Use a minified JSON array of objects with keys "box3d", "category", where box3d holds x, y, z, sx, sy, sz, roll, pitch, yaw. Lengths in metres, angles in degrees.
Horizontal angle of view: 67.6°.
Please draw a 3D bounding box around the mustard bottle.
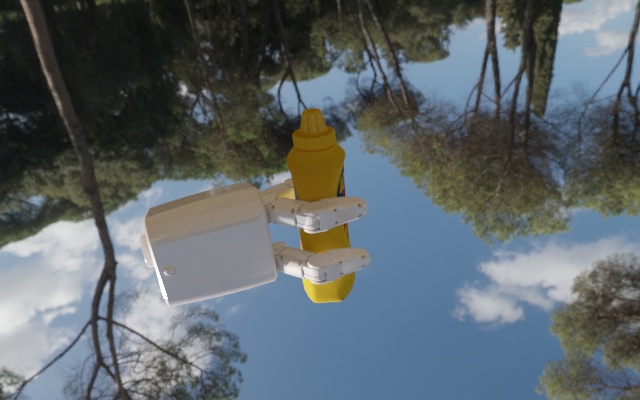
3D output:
[{"box3d":[0.000,0.002,0.487,0.058,0.192,0.096,-4,26,6],"category":"mustard bottle"}]
